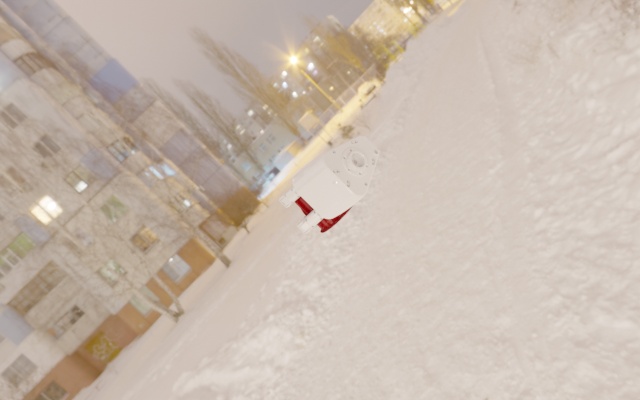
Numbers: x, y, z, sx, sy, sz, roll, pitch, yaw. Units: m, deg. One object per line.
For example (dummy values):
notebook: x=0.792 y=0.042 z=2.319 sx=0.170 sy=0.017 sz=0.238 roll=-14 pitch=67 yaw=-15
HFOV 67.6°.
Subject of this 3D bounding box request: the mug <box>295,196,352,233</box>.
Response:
mug: x=-0.001 y=0.003 z=0.889 sx=0.093 sy=0.081 sz=0.117 roll=-50 pitch=8 yaw=-34
